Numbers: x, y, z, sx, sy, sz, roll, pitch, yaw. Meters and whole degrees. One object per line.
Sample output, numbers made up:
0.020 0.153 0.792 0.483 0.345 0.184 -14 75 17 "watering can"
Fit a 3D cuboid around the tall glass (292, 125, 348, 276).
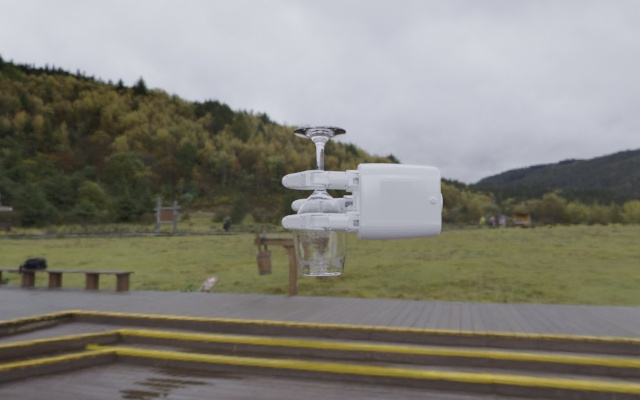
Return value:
0.000 0.001 0.665 0.079 0.201 0.079 0 -5 0 "tall glass"
